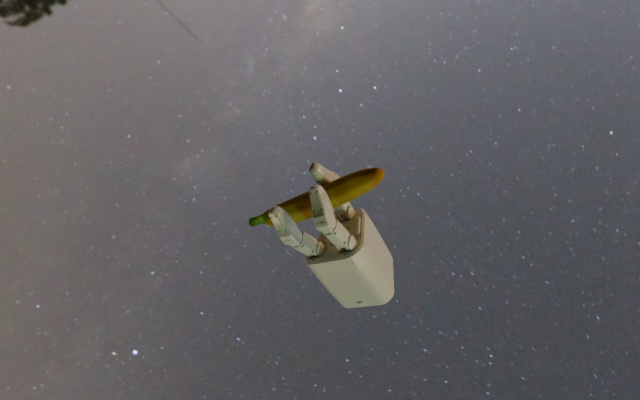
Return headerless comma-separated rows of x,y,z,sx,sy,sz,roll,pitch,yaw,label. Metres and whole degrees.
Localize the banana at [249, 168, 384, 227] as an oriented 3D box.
0.000,0.000,0.666,0.198,0.037,0.069,-23,5,14,banana
